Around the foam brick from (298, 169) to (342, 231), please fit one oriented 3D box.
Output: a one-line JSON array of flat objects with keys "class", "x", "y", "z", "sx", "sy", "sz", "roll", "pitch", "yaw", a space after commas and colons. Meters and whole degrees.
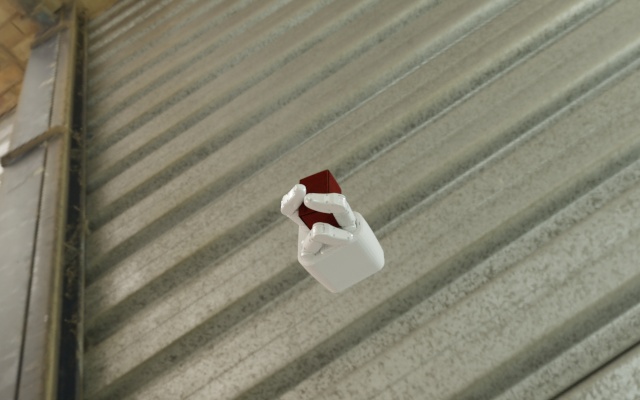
[{"class": "foam brick", "x": 0.000, "y": 0.002, "z": 0.738, "sx": 0.053, "sy": 0.078, "sz": 0.051, "roll": -18, "pitch": -43, "yaw": 20}]
